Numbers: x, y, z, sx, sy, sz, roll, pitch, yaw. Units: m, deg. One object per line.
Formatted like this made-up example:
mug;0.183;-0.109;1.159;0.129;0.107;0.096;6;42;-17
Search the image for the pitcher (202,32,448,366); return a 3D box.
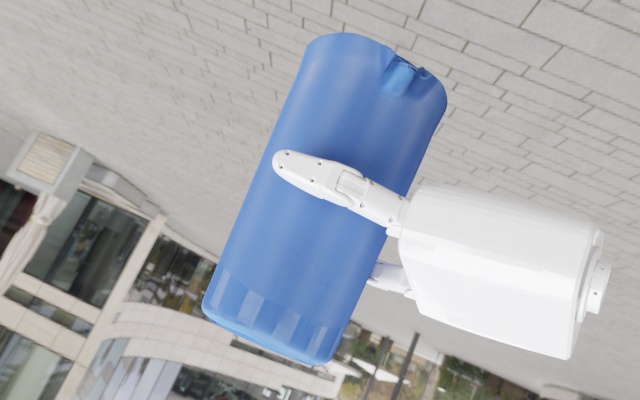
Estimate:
pitcher;0.000;0.001;0.402;0.145;0.242;0.149;15;-16;31
